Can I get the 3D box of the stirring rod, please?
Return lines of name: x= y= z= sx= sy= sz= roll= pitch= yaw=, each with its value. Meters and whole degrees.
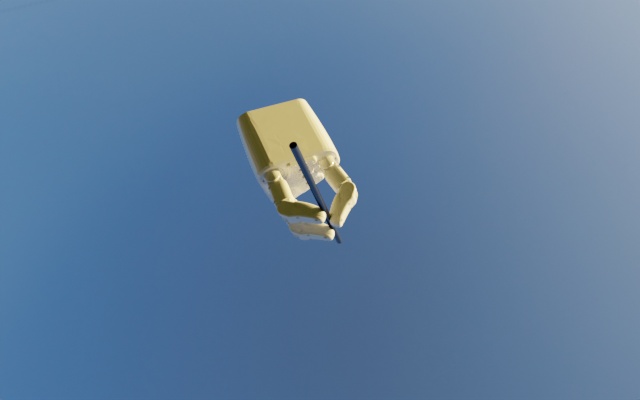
stirring rod: x=0.000 y=0.002 z=0.555 sx=0.011 sy=0.011 sz=0.240 roll=0 pitch=-27 yaw=14
